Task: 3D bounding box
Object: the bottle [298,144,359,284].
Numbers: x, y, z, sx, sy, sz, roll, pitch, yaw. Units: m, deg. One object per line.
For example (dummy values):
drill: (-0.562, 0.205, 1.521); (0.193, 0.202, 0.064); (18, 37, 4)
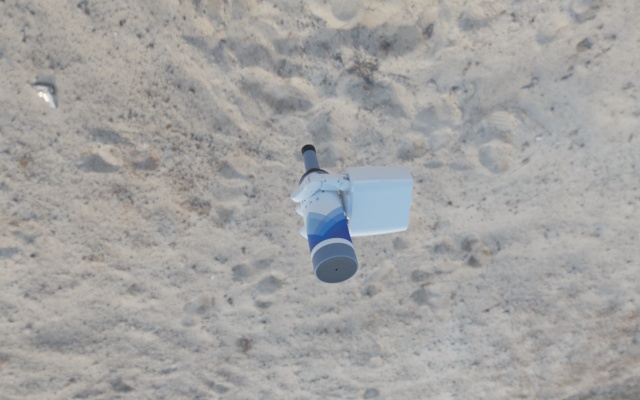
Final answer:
bottle: (0.000, 0.003, 0.806); (0.069, 0.069, 0.295); (0, 43, -13)
